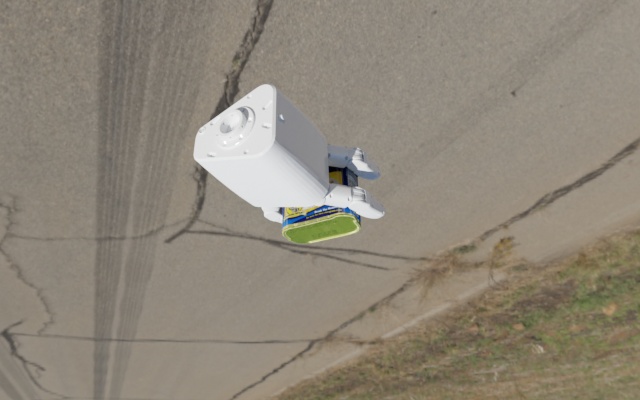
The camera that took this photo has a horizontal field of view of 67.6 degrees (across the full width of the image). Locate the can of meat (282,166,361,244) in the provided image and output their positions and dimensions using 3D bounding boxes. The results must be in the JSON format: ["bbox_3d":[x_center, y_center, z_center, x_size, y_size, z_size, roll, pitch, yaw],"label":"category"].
[{"bbox_3d":[0.000,0.002,0.601,0.102,0.084,0.057,-15,-33,21],"label":"can of meat"}]
